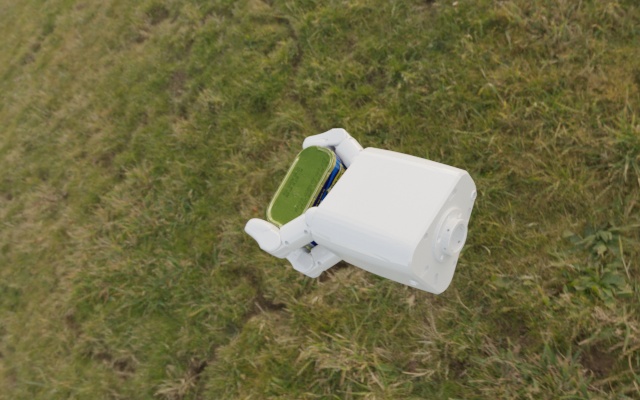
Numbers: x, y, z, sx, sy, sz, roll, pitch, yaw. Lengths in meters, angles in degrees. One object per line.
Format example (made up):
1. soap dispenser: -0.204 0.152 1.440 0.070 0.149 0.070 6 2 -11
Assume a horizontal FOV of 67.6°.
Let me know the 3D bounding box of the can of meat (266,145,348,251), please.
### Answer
1. can of meat: 0.000 0.001 0.517 0.057 0.102 0.084 22 -10 40
